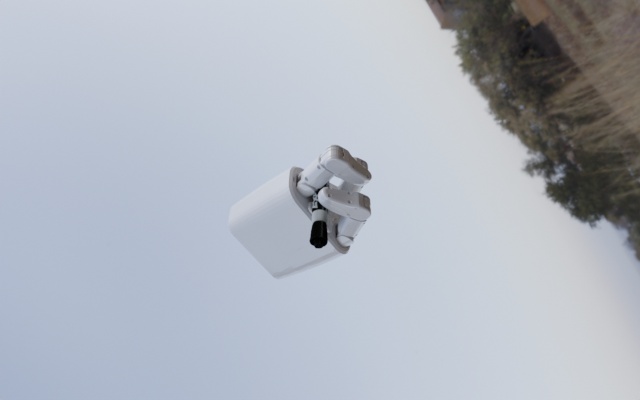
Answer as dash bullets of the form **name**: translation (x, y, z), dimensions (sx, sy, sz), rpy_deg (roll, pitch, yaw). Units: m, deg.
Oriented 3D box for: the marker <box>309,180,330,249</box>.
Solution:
- **marker**: translation (0.000, 0.002, 0.520), dimensions (0.020, 0.121, 0.020), rpy_deg (1, -42, 1)
